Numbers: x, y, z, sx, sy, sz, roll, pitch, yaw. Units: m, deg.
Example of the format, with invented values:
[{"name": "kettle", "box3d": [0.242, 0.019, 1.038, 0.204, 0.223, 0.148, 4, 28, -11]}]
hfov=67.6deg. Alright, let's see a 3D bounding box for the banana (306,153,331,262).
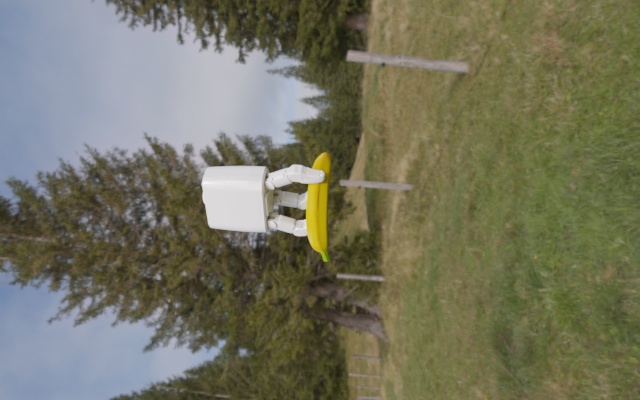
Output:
[{"name": "banana", "box3d": [-0.002, 0.001, 0.812, 0.037, 0.197, 0.070, 0, -17, 8]}]
